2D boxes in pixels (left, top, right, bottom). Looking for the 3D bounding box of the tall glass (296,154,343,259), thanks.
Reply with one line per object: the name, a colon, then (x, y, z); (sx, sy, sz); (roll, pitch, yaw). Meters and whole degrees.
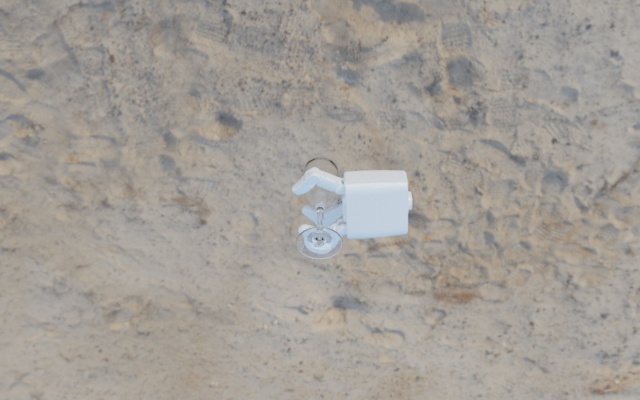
tall glass: (0.000, 0.003, 0.835); (0.079, 0.079, 0.200); (0, 42, 1)
